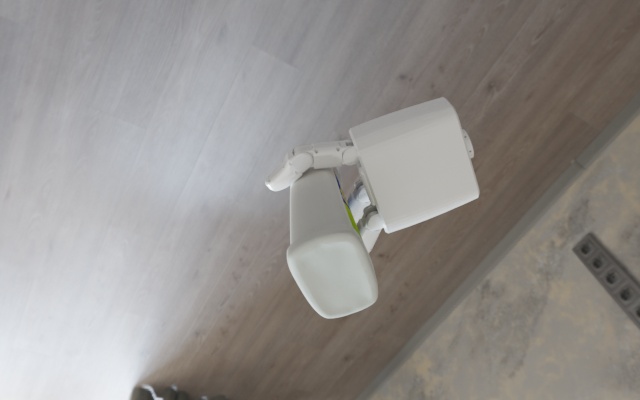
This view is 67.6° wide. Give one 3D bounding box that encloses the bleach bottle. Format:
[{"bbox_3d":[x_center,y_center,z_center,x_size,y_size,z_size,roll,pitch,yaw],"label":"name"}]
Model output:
[{"bbox_3d":[0.000,0.002,0.518,0.068,0.103,0.250,-20,34,6],"label":"bleach bottle"}]
